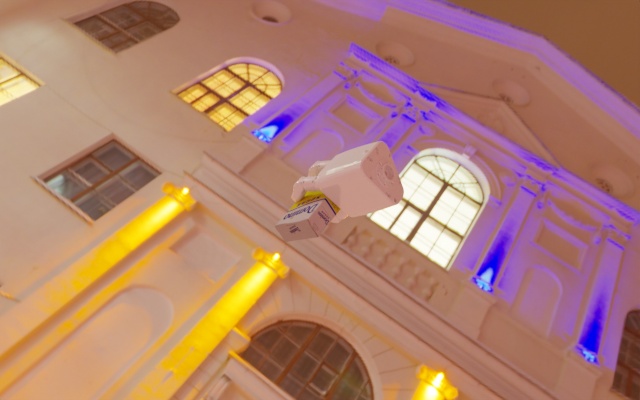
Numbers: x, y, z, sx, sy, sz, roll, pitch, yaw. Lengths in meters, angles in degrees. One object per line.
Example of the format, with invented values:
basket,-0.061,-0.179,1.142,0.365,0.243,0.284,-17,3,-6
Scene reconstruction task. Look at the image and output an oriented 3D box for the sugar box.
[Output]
sugar box,0.000,0.002,0.898,0.093,0.048,0.176,-13,26,45
